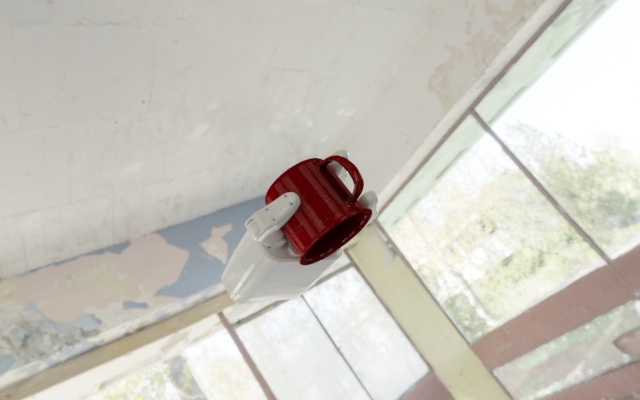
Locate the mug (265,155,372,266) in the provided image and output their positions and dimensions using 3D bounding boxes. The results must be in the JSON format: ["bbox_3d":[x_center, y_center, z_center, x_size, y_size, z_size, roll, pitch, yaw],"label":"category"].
[{"bbox_3d":[0.001,0.001,0.502,0.093,0.081,0.117,-16,-28,-47],"label":"mug"}]
